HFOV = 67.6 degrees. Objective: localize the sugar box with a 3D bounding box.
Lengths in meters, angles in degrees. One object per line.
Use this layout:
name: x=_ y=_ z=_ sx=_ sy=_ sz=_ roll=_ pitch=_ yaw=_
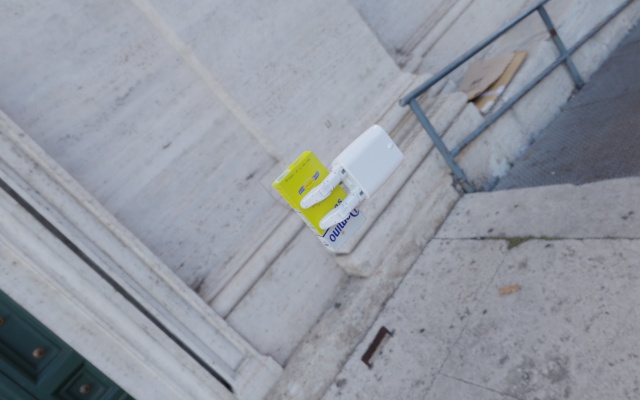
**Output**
sugar box: x=0.000 y=0.003 z=0.899 sx=0.093 sy=0.176 sz=0.048 roll=-45 pitch=17 yaw=-13
